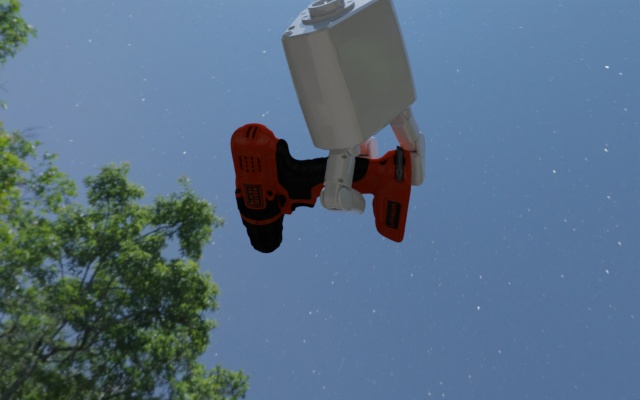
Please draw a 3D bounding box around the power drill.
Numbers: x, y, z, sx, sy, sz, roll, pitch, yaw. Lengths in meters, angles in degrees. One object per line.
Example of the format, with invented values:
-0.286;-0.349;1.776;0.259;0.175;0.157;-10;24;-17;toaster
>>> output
0.001;0.002;0.523;0.187;0.057;0.185;3;-41;4;power drill
